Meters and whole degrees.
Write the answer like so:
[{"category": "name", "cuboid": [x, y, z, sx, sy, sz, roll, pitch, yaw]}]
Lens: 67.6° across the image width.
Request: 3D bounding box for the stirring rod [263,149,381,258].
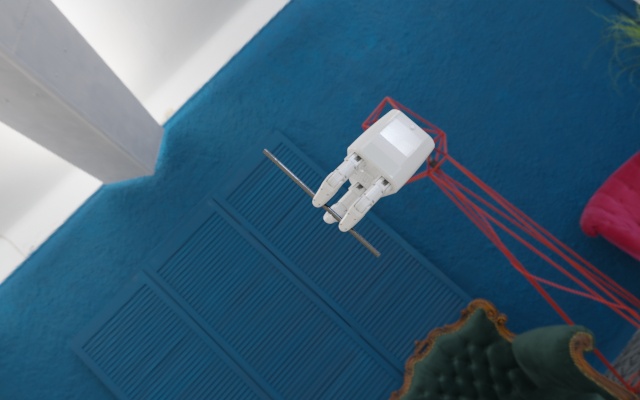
[{"category": "stirring rod", "cuboid": [0.000, 0.002, 0.731, 0.239, 0.011, 0.011, 43, 7, 8]}]
